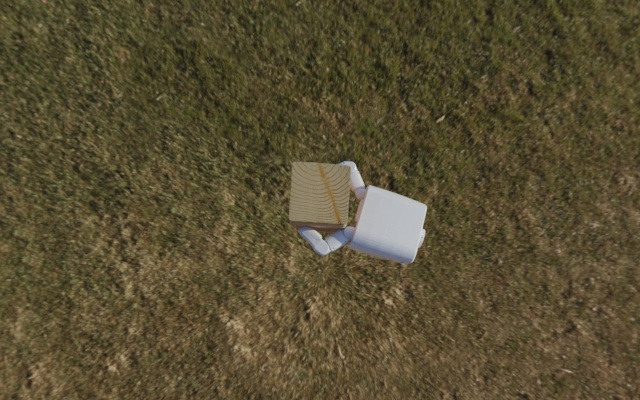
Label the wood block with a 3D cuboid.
[{"bbox_3d":[0.001,0.002,0.804,0.090,0.091,0.206,4,-8,1],"label":"wood block"}]
